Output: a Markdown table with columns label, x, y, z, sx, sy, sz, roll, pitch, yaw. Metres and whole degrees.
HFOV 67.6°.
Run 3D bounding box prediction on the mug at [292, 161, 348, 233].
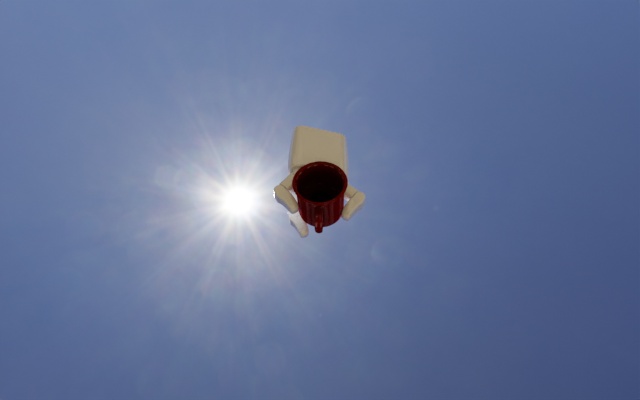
| label | x | y | z | sx | sy | sz | roll | pitch | yaw |
| --- | --- | --- | --- | --- | --- | --- | --- | --- | --- |
| mug | 0.000 | 0.004 | 0.819 | 0.093 | 0.117 | 0.082 | -1 | -36 | 1 |
